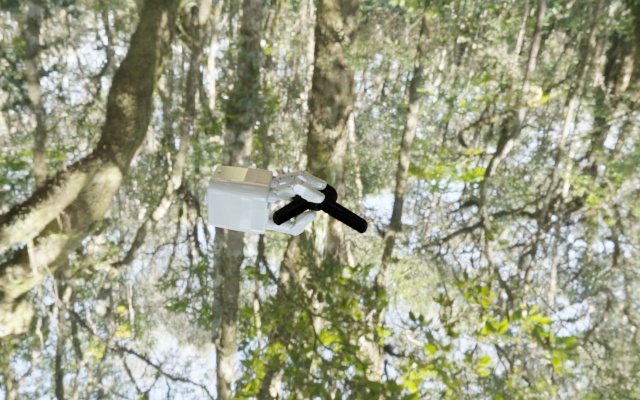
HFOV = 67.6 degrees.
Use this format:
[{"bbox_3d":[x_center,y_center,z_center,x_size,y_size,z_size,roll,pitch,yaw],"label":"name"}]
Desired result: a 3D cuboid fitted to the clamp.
[{"bbox_3d":[0.000,0.003,0.890,0.164,0.036,0.210,10,23,-5],"label":"clamp"}]
